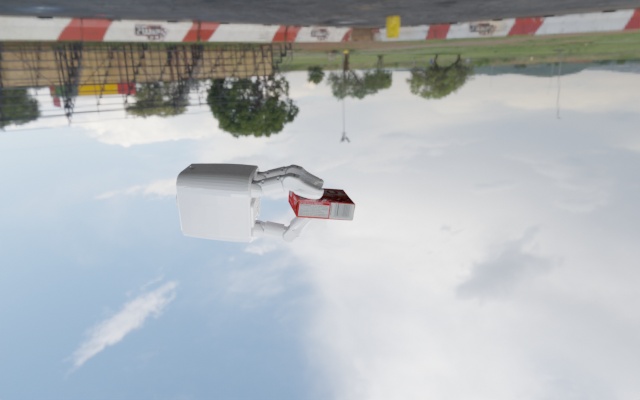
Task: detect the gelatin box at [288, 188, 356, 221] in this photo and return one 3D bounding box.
[{"bbox_3d":[0.000,0.003,0.718,0.089,0.030,0.073,4,17,-14],"label":"gelatin box"}]
